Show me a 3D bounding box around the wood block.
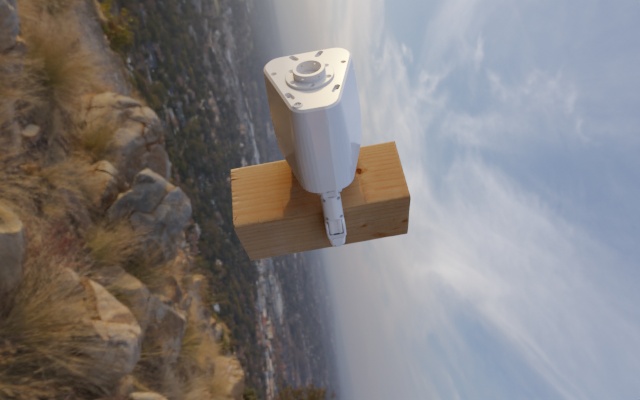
[{"bbox_3d":[0.000,0.002,0.602,0.206,0.090,0.090,-10,-33,1],"label":"wood block"}]
